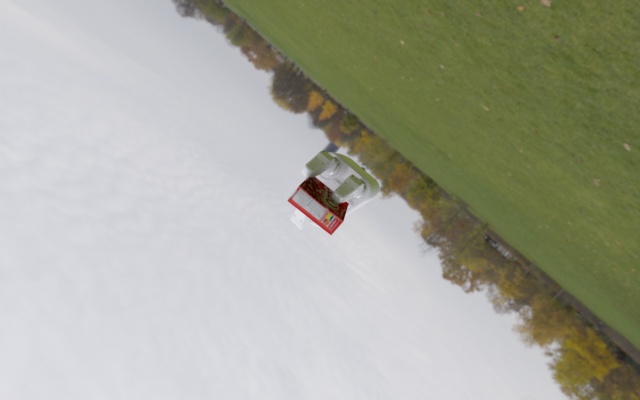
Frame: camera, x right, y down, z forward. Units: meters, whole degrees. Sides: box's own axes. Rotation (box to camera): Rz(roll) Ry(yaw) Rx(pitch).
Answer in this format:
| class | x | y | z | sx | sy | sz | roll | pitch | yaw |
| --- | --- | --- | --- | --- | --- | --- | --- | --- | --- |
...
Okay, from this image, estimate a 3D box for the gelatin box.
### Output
| class | x | y | z | sx | sy | sz | roll | pitch | yaw |
| --- | --- | --- | --- | --- | --- | --- | --- | --- | --- |
| gelatin box | 0.000 | 0.003 | 0.645 | 0.073 | 0.030 | 0.089 | 39 | 17 | -2 |
